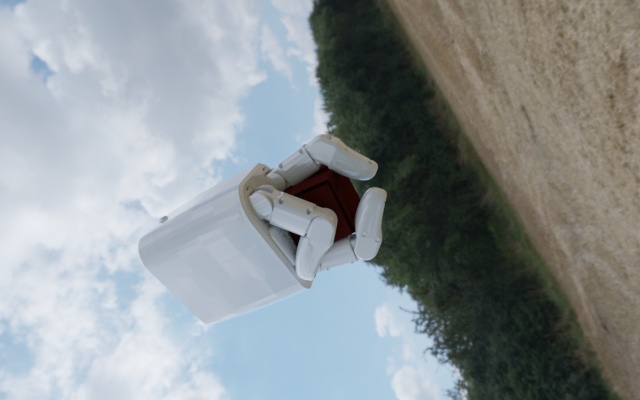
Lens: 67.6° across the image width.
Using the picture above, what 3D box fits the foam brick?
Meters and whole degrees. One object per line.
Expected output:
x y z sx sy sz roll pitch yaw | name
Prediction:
0.000 0.001 0.422 0.051 0.053 0.078 -25 15 15 | foam brick
